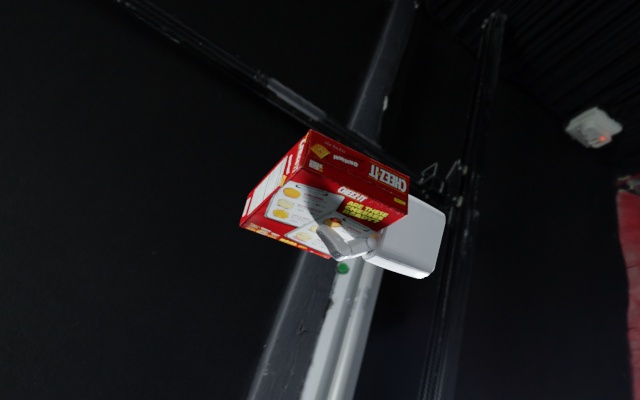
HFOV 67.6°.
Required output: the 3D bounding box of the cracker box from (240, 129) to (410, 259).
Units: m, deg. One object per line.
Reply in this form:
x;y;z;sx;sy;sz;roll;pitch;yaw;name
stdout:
0.000;0.003;0.698;0.164;0.072;0.214;23;-33;-21;cracker box
